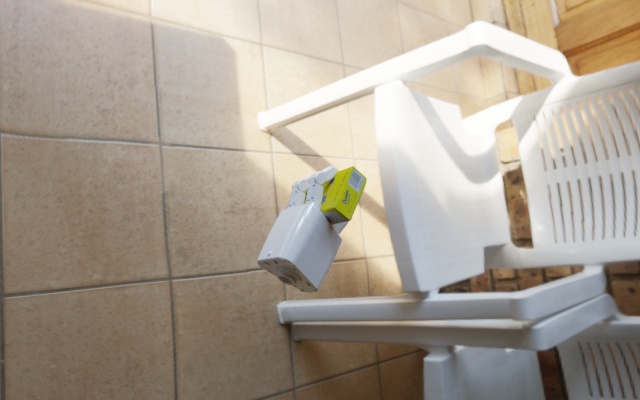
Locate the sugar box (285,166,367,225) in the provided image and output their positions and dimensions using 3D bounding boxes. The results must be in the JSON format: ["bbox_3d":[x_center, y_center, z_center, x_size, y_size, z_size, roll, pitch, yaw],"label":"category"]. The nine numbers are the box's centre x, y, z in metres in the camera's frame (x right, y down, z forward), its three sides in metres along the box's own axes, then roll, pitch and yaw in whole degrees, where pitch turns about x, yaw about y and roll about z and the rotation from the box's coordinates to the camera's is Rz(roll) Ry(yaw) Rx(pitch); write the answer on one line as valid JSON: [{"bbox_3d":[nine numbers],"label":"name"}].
[{"bbox_3d":[0.000,0.003,0.862,0.048,0.093,0.176,41,-33,-26],"label":"sugar box"}]
